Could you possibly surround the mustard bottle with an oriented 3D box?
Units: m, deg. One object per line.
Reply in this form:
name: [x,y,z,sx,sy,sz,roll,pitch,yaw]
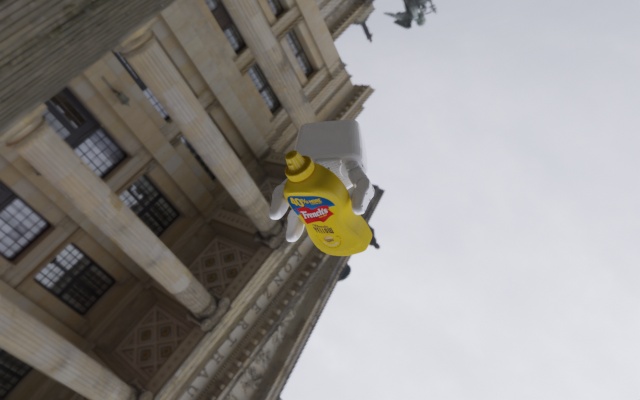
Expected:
mustard bottle: [0.000,0.003,0.699,0.096,0.058,0.192,1,-42,35]
